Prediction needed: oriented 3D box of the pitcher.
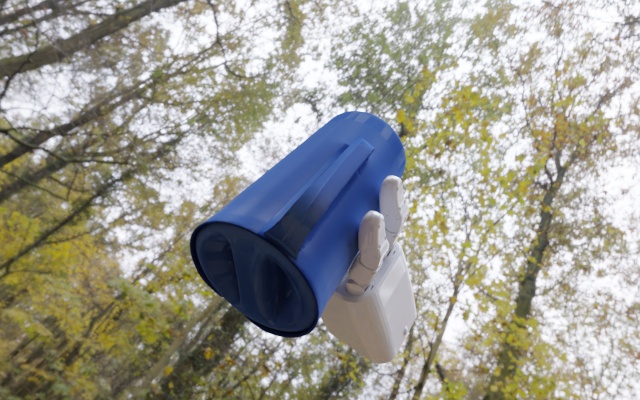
[{"bbox_3d":[0.000,0.002,0.478,0.149,0.145,0.242,4,37,34],"label":"pitcher"}]
